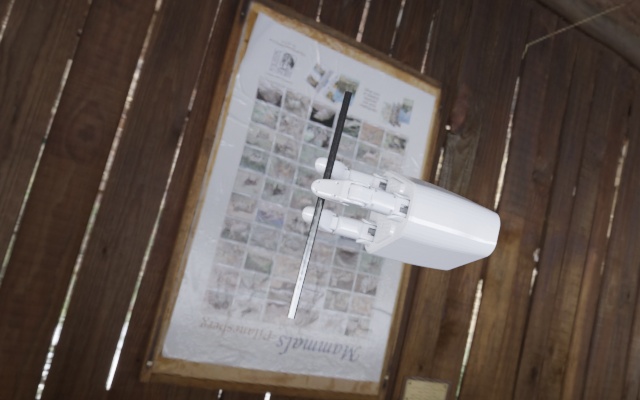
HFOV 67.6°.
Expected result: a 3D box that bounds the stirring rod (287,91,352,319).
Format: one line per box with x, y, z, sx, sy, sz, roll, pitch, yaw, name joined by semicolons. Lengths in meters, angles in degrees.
0.000;0.002;0.492;0.011;0.239;0.011;14;-6;2;stirring rod
